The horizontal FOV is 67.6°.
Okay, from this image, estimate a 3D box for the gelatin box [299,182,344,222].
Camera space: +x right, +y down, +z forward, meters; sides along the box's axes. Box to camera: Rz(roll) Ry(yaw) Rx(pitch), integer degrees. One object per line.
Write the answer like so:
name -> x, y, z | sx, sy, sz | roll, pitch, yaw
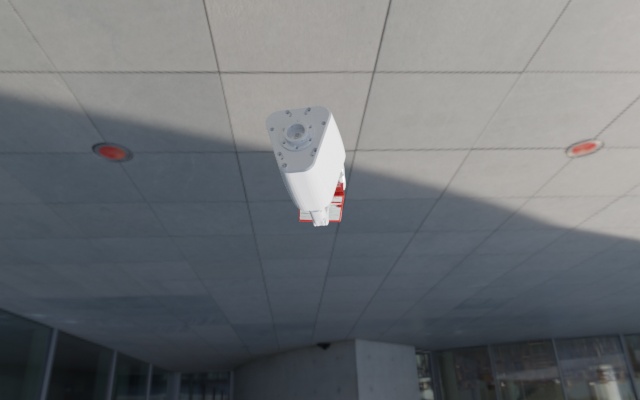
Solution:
gelatin box -> 0.000, 0.003, 0.805 | 0.073, 0.030, 0.089 | 0, -32, -2
